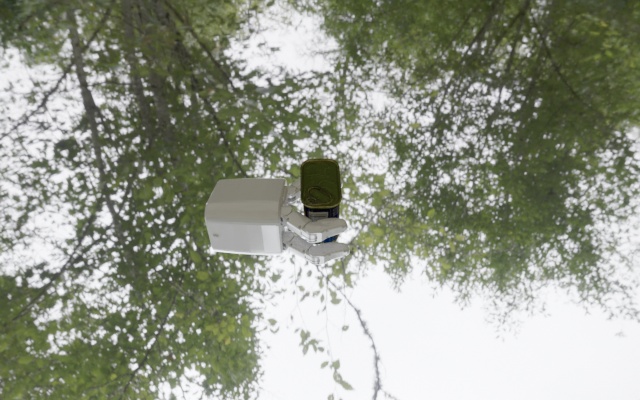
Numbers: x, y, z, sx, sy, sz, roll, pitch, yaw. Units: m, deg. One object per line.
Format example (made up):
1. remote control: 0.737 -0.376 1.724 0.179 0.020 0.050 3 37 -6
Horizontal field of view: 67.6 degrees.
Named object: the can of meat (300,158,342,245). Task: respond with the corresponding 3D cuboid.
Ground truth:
1. can of meat: 0.000 0.002 0.704 0.057 0.084 0.102 -1 44 -1
